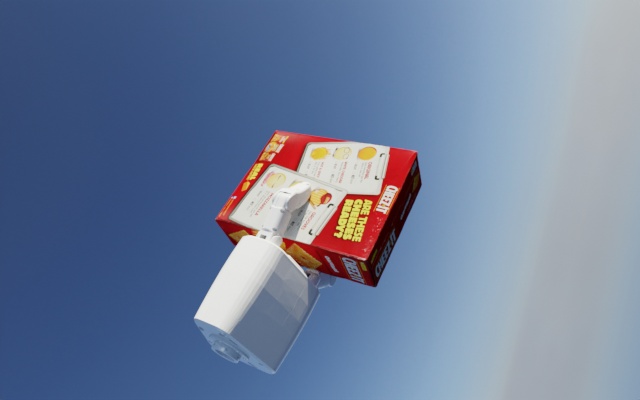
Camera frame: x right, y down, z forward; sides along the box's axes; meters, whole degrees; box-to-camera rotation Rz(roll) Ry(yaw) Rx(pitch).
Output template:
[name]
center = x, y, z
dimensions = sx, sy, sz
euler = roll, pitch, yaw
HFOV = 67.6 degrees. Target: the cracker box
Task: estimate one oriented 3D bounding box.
[cracker box]
center = 0.000, 0.002, 0.609
dimensions = 0.213, 0.164, 0.072
euler = 13, -32, 28
